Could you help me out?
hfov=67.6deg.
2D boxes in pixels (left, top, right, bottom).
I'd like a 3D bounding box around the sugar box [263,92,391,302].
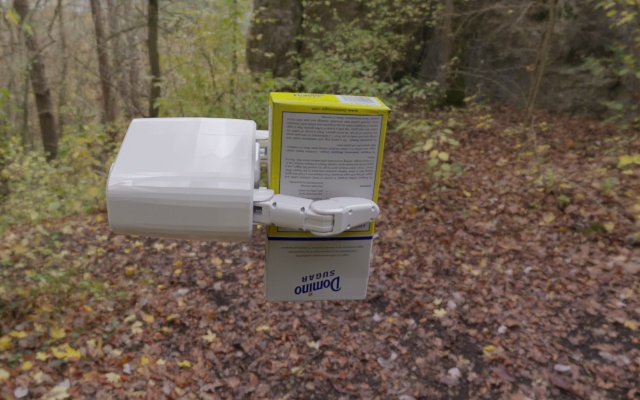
[{"bbox_3d":[0.000,0.001,0.407,0.093,0.176,0.048,1,25,-10],"label":"sugar box"}]
